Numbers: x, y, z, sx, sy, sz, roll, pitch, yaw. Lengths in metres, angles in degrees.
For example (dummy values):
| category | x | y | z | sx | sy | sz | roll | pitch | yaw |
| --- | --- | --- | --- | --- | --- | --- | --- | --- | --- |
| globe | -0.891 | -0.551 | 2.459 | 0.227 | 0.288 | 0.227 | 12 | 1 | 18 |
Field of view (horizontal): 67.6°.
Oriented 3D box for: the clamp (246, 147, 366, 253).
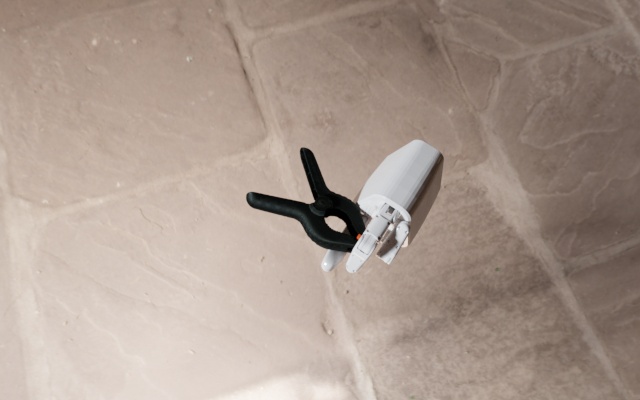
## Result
| category | x | y | z | sx | sy | sz | roll | pitch | yaw |
| --- | --- | --- | --- | --- | --- | --- | --- | --- | --- |
| clamp | 0.000 | 0.002 | 0.643 | 0.171 | 0.120 | 0.039 | 33 | -22 | 7 |
